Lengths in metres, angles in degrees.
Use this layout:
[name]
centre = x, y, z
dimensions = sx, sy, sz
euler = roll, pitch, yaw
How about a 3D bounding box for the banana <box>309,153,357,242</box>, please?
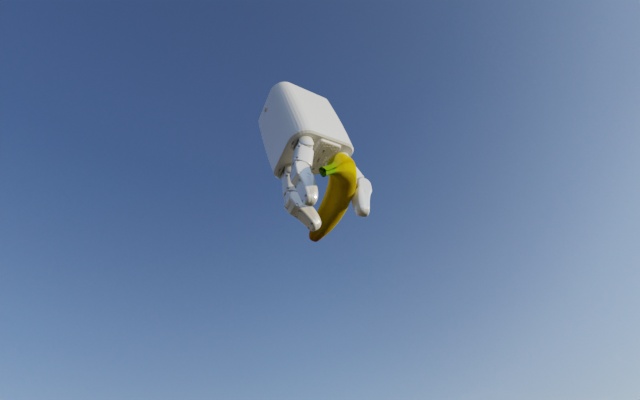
[banana]
centre = 0.016, -0.008, 0.644
dimensions = 0.069, 0.037, 0.198
euler = -29, -25, -19
